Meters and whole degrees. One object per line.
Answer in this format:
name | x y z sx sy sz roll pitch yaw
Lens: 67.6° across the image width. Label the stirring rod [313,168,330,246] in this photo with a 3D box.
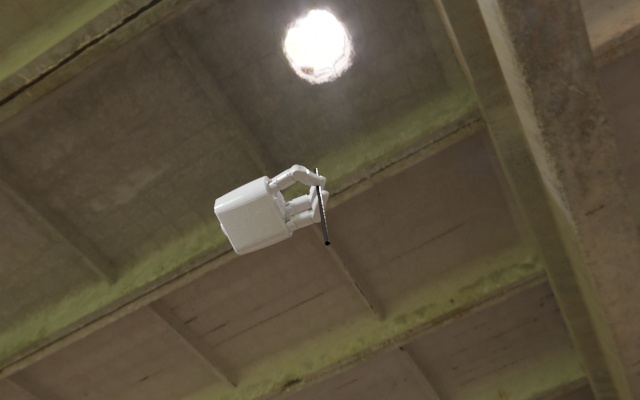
stirring rod | 0.000 0.003 0.804 0.011 0.011 0.239 0 30 -6
